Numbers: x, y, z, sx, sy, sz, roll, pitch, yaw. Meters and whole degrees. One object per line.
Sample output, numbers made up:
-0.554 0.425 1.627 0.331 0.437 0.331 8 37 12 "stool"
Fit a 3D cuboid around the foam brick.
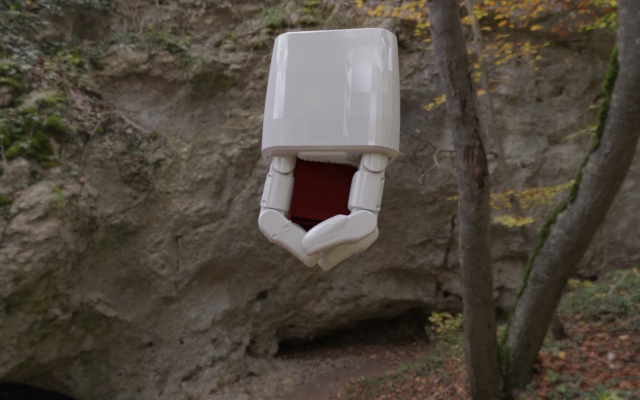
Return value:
0.000 0.002 0.423 0.053 0.051 0.078 6 -11 -6 "foam brick"
